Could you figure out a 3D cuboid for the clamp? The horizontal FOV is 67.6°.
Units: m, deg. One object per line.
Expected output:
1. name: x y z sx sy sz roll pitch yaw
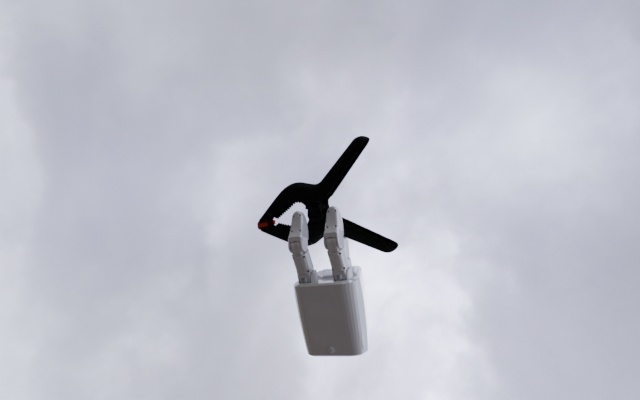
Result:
1. clamp: 0.000 0.003 0.694 0.210 0.164 0.036 -8 0 25
